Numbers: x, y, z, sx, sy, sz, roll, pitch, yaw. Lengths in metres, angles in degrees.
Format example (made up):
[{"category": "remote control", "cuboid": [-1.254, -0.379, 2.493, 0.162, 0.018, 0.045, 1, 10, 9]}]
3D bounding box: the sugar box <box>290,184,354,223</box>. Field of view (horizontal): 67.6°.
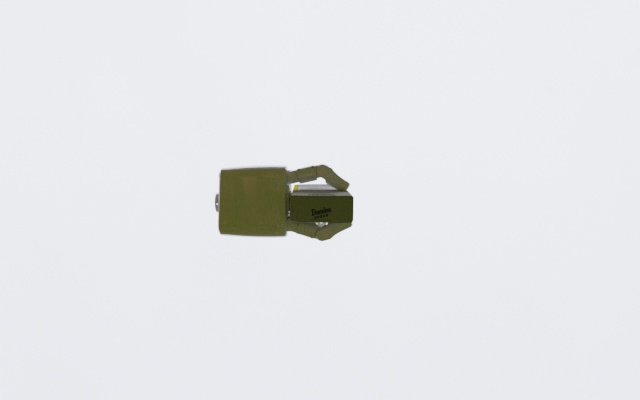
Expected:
[{"category": "sugar box", "cuboid": [0.000, 0.003, 0.766, 0.093, 0.048, 0.176, 1, 9, -1]}]
